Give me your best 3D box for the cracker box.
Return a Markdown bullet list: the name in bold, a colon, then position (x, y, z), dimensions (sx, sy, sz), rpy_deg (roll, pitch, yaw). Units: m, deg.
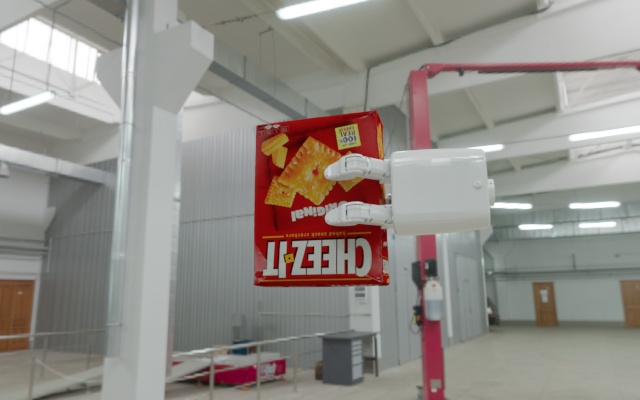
- **cracker box**: position (0.000, 0.002, 0.612), dimensions (0.164, 0.213, 0.072), rpy_deg (-4, -12, 15)
